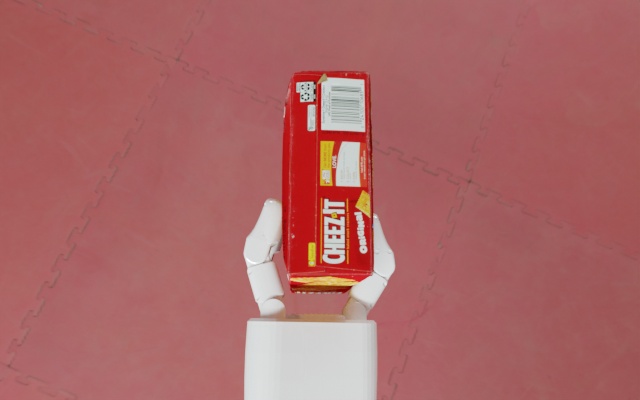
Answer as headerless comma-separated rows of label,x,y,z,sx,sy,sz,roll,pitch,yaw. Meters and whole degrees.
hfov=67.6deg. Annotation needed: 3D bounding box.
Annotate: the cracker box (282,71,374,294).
cracker box,0.000,0.001,0.457,0.072,0.164,0.214,1,-14,-4
